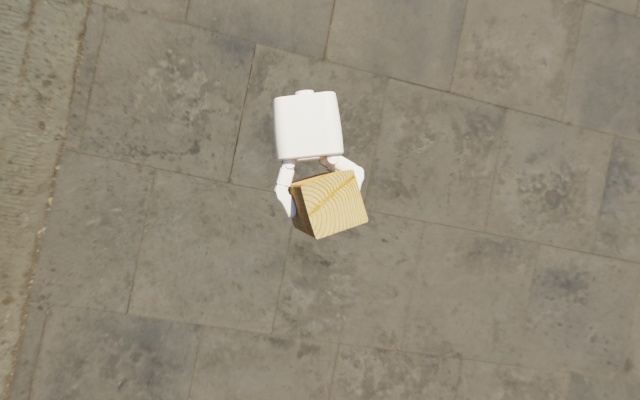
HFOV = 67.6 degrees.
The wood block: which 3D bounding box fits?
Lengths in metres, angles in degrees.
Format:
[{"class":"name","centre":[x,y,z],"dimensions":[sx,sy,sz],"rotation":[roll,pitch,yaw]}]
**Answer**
[{"class":"wood block","centre":[0.000,0.002,0.837],"dimensions":[0.091,0.090,0.206],"rotation":[-17,5,-11]}]
